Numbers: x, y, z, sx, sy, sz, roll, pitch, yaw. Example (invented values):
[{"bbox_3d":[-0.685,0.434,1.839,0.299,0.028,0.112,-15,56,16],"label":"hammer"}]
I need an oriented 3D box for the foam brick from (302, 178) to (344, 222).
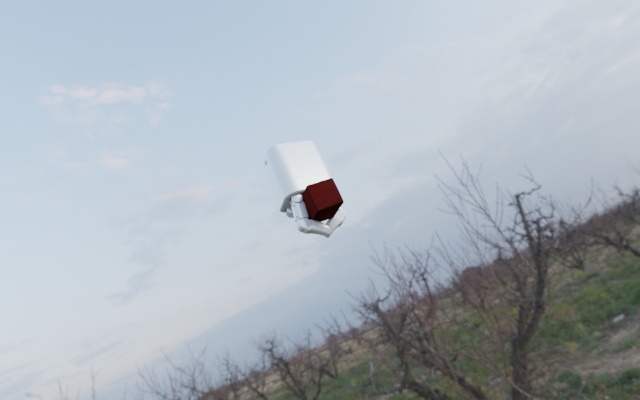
[{"bbox_3d":[0.000,0.003,0.857,0.053,0.051,0.078,-17,-17,-20],"label":"foam brick"}]
